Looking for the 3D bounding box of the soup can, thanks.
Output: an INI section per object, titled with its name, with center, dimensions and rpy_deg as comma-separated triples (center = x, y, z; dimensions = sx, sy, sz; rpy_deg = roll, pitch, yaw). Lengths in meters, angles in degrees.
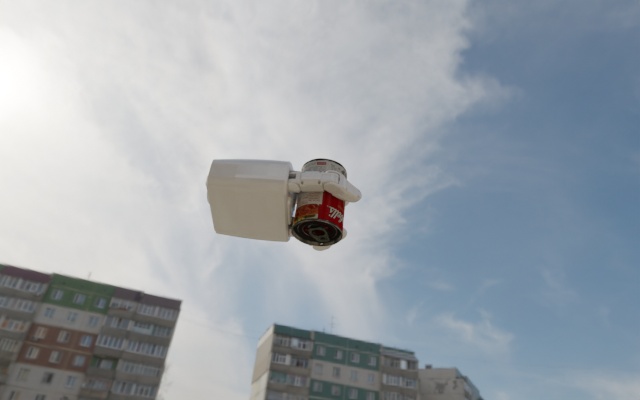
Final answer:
[soup can]
center = 0.001, 0.002, 0.651
dimensions = 0.068, 0.102, 0.069
rpy_deg = 5, -33, 3
